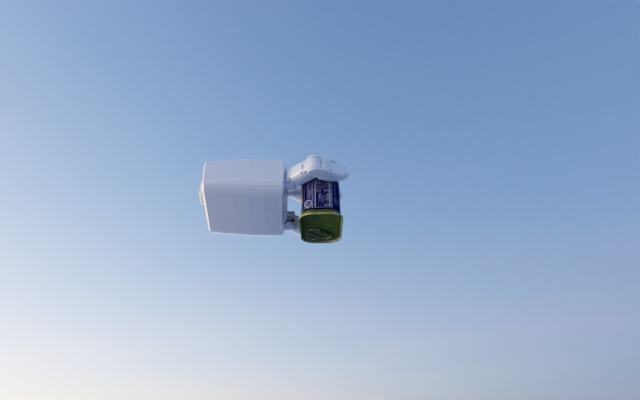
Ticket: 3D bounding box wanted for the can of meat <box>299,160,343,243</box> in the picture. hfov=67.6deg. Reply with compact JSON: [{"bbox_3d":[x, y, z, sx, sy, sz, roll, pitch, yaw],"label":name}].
[{"bbox_3d":[0.000,0.002,0.660,0.057,0.084,0.102,-1,-26,0],"label":"can of meat"}]
